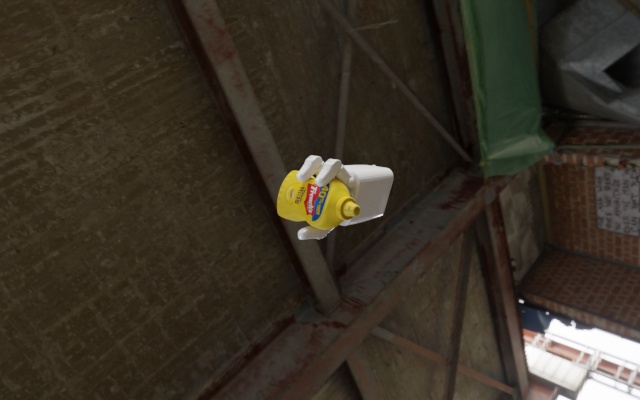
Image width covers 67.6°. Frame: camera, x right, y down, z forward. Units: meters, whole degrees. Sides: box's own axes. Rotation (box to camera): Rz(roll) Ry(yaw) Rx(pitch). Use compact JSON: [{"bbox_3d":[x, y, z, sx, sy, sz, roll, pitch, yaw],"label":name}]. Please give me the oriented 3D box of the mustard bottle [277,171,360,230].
[{"bbox_3d":[0.000,0.003,0.880,0.058,0.096,0.191,23,-6,-42],"label":"mustard bottle"}]
